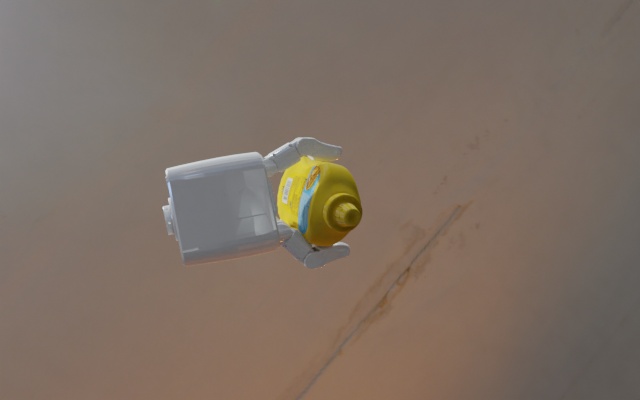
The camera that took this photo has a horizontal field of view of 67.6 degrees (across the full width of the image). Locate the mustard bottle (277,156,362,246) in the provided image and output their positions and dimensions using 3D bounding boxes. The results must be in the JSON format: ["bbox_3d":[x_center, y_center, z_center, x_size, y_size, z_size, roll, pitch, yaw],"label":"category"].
[{"bbox_3d":[0.000,0.002,0.564,0.058,0.096,0.191,14,4,-21],"label":"mustard bottle"}]
